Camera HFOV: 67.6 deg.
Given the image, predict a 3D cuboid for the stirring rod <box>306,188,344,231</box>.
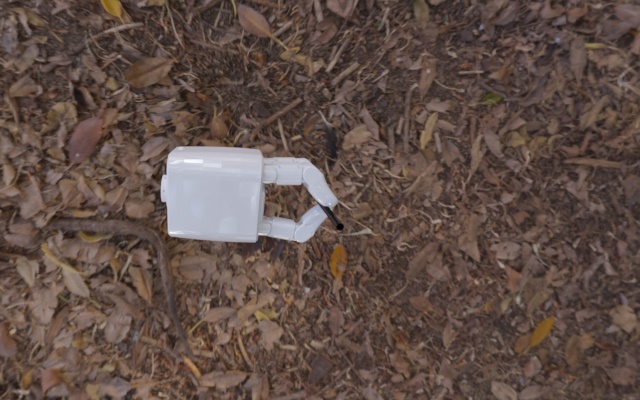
[{"bbox_3d":[0.000,0.002,0.607,0.011,0.011,0.239,0,12,-10],"label":"stirring rod"}]
